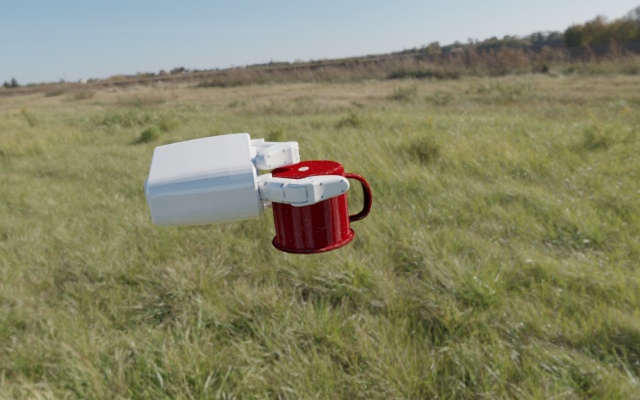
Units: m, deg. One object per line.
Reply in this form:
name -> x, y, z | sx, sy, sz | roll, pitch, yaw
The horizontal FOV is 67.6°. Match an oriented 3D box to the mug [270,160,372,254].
mug -> 0.001, 0.001, 0.522 | 0.117, 0.081, 0.093 | -8, 16, -9
